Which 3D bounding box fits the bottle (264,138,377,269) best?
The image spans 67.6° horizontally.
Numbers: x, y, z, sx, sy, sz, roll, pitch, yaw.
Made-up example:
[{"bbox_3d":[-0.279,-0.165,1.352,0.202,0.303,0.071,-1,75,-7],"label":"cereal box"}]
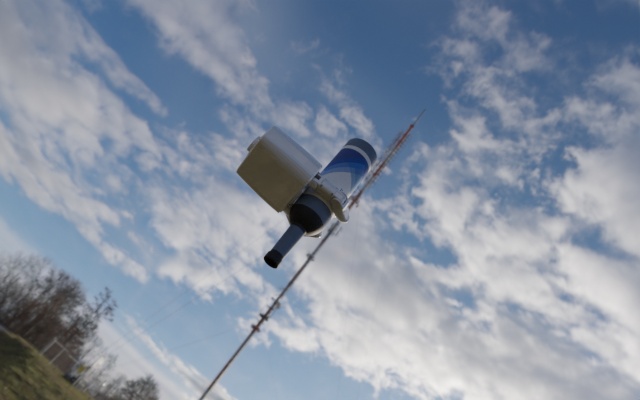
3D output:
[{"bbox_3d":[0.000,0.003,0.819,0.069,0.069,0.295,0,39,43],"label":"bottle"}]
